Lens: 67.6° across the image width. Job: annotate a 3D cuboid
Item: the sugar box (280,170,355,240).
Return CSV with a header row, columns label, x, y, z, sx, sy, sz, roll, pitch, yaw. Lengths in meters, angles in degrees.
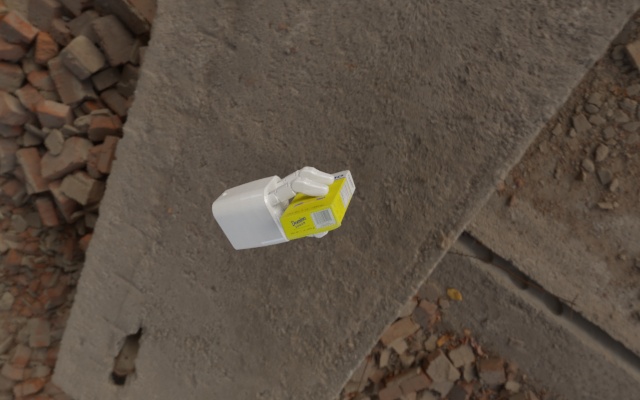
label,x,y,z,sx,sy,sz,roll,pitch,yaw
sugar box,0.000,0.002,0.820,0.093,0.048,0.176,-15,20,17
